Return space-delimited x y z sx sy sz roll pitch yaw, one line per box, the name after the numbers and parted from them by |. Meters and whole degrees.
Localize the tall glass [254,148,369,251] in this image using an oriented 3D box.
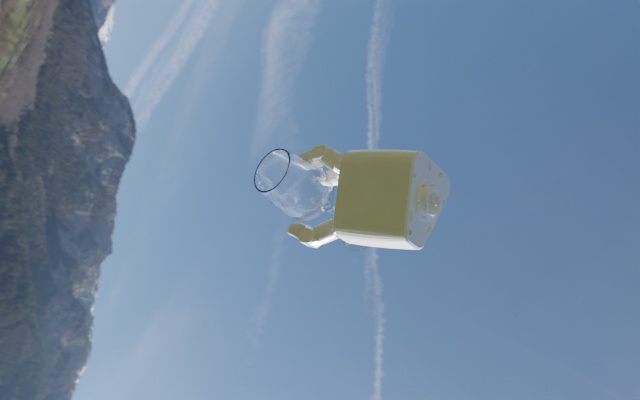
0.000 0.003 0.662 0.079 0.079 0.201 0 -24 43 | tall glass
